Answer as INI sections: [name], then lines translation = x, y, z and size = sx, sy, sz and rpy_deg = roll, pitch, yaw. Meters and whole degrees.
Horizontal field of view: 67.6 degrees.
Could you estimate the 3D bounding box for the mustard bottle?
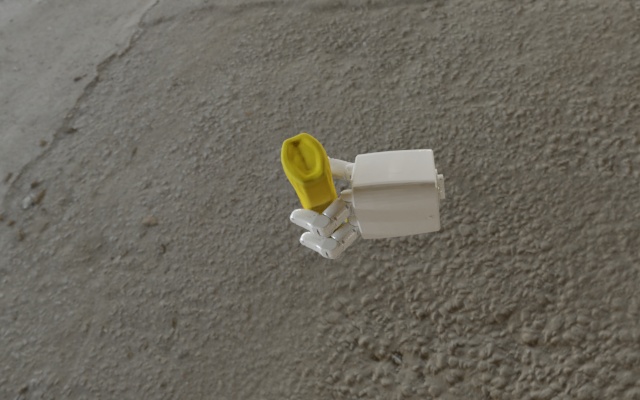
[mustard bottle]
translation = 0.000, 0.002, 0.673
size = 0.058, 0.096, 0.192
rpy_deg = -24, -40, -3
